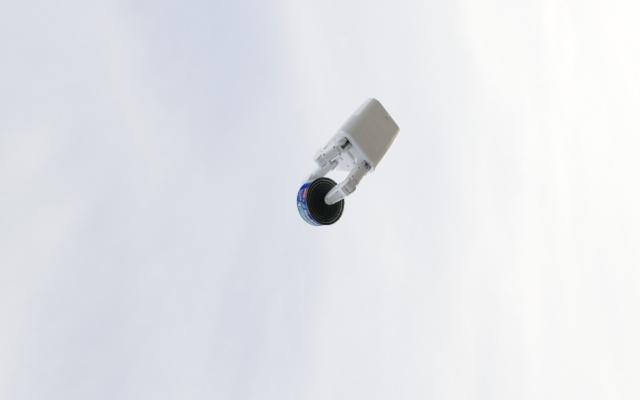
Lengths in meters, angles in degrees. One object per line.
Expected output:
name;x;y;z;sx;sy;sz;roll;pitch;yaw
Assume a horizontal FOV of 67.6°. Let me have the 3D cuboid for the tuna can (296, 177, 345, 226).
tuna can;0.000;0.003;0.845;0.086;0.086;0.034;0;-6;-38
